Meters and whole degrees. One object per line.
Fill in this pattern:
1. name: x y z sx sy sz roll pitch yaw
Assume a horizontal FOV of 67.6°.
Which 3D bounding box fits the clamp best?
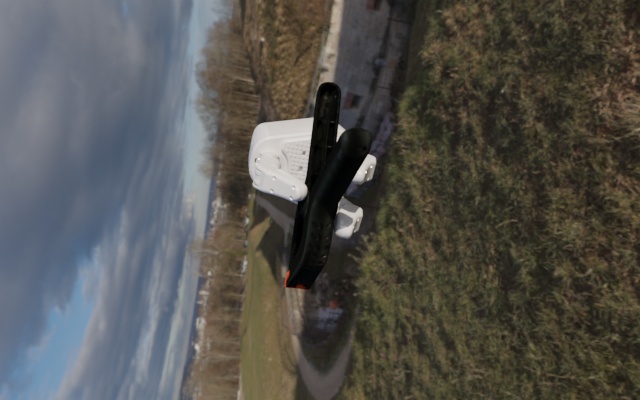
1. clamp: -0.001 0.002 0.452 0.036 0.210 0.164 9 18 -11
